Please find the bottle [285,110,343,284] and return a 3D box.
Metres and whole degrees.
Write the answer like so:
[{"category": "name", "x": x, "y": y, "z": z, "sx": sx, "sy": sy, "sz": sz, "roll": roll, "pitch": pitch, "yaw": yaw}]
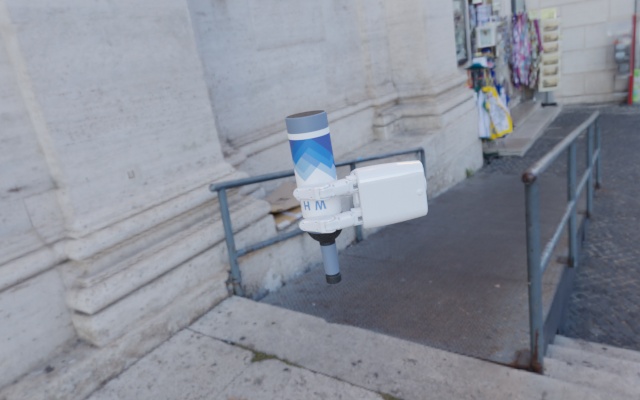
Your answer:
[{"category": "bottle", "x": 0.000, "y": 0.002, "z": 0.795, "sx": 0.069, "sy": 0.296, "sz": 0.069, "roll": -9, "pitch": 18, "yaw": 3}]
